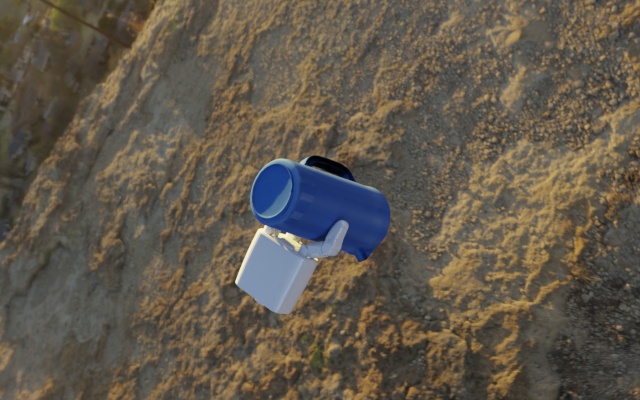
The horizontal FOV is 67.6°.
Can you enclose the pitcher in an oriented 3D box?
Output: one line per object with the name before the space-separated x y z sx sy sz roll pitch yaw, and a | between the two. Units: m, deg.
pitcher | 0.000 0.003 0.819 0.243 0.145 0.149 20 9 -48
